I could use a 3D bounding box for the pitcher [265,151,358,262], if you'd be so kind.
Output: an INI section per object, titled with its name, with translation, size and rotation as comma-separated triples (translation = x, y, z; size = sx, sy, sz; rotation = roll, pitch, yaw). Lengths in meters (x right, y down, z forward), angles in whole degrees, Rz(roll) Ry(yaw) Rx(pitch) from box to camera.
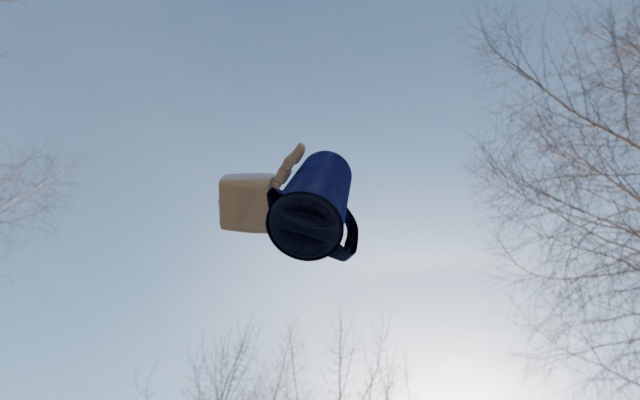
[pitcher]
translation = 0.000, 0.003, 0.894
size = 0.145, 0.149, 0.242
rotation = 0, 26, 12
